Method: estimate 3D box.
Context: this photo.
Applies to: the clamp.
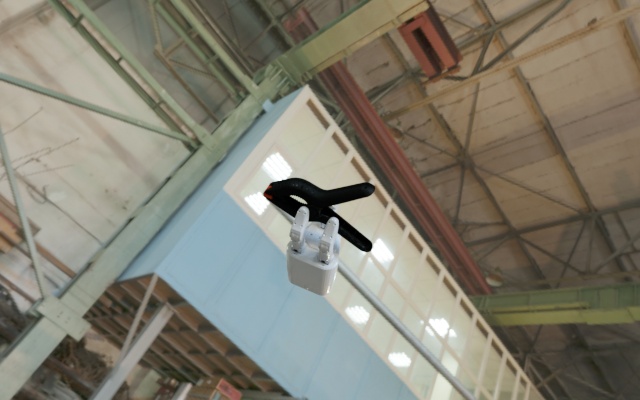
[{"bbox_3d":[0.000,0.002,0.813,0.210,0.036,0.165,21,-39,13],"label":"clamp"}]
